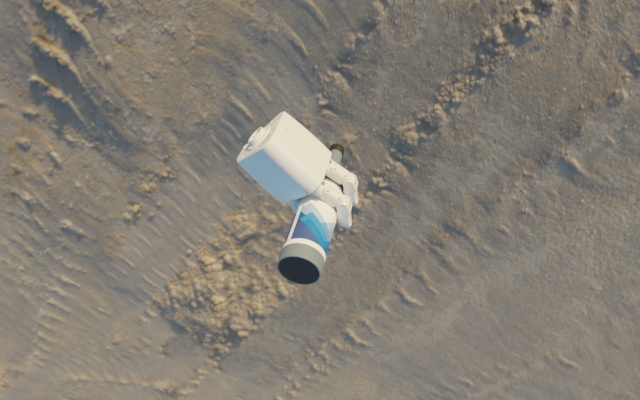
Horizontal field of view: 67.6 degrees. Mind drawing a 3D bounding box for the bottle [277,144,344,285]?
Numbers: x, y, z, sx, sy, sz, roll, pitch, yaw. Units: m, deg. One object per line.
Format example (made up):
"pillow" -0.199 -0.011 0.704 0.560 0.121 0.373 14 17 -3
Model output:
"bottle" 0.000 0.003 0.795 0.069 0.069 0.295 0 42 17
